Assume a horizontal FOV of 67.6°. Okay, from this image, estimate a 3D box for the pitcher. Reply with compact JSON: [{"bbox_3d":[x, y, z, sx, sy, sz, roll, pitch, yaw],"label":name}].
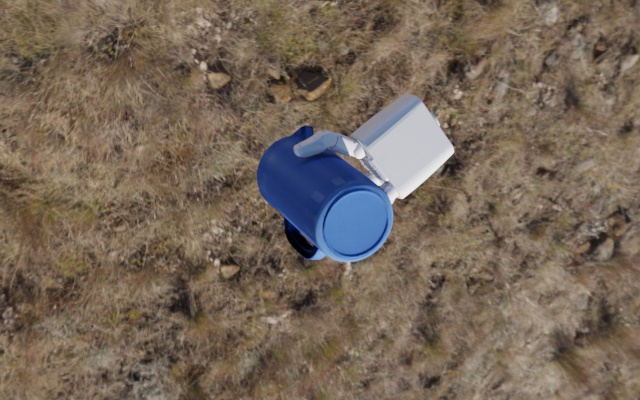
[{"bbox_3d":[0.000,0.002,0.688,0.145,0.149,0.242,-38,28,-5],"label":"pitcher"}]
